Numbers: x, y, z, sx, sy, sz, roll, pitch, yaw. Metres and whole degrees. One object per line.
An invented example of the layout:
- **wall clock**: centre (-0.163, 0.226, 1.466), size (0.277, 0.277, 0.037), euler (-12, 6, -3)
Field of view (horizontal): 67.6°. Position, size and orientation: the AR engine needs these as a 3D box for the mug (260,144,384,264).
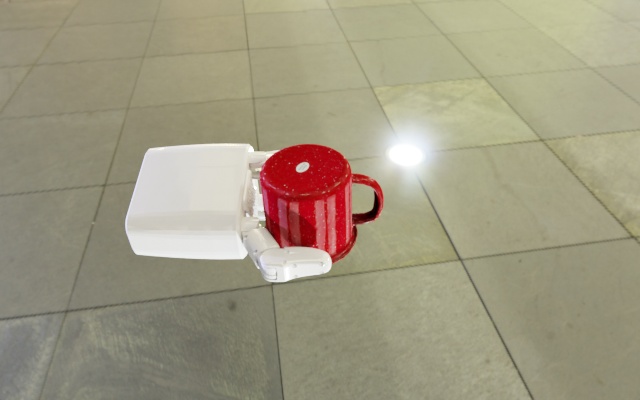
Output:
- **mug**: centre (0.002, 0.001, 0.441), size (0.117, 0.082, 0.093), euler (-2, 40, 1)
